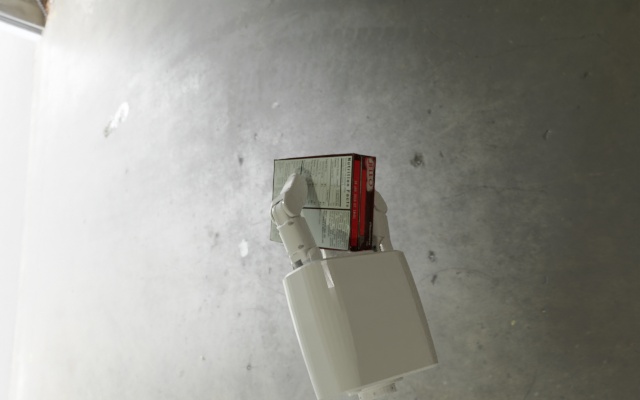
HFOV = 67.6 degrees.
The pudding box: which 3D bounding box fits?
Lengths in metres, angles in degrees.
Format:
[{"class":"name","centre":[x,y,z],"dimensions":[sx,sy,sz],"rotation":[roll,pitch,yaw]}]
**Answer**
[{"class":"pudding box","centre":[0.000,0.002,0.468],"dimensions":[0.113,0.090,0.039],"rotation":[2,-3,42]}]
